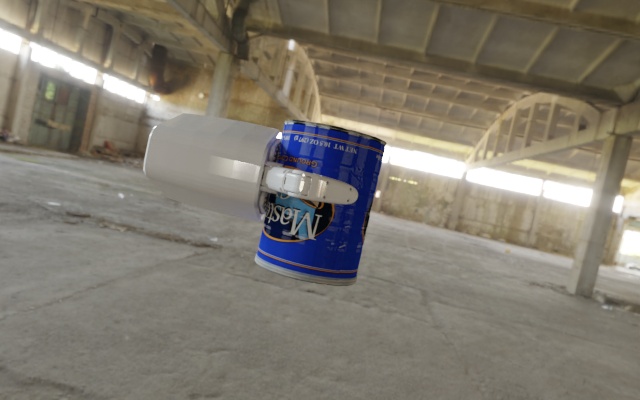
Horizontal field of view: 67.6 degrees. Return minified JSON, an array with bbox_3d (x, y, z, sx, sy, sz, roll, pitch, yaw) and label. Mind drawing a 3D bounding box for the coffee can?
[{"bbox_3d":[0.000,0.002,0.470,0.103,0.140,0.103,12,2,-1],"label":"coffee can"}]
